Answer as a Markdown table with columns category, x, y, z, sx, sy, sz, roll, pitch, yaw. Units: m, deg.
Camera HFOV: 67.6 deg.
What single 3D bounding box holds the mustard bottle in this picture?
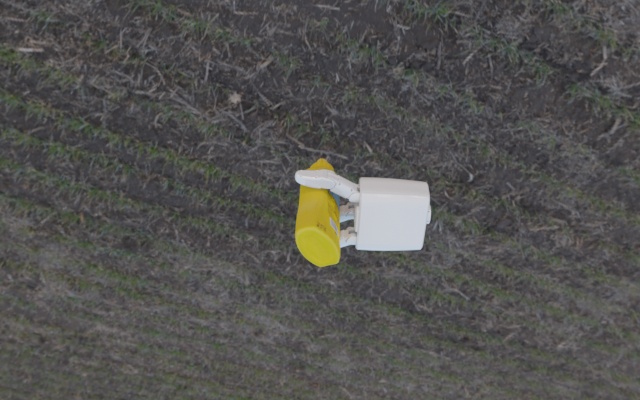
| category | x | y | z | sx | sy | sz | roll | pitch | yaw |
| --- | --- | --- | --- | --- | --- | --- | --- | --- | --- |
| mustard bottle | 0.000 | 0.003 | 0.759 | 0.058 | 0.191 | 0.096 | -16 | -46 | 19 |
